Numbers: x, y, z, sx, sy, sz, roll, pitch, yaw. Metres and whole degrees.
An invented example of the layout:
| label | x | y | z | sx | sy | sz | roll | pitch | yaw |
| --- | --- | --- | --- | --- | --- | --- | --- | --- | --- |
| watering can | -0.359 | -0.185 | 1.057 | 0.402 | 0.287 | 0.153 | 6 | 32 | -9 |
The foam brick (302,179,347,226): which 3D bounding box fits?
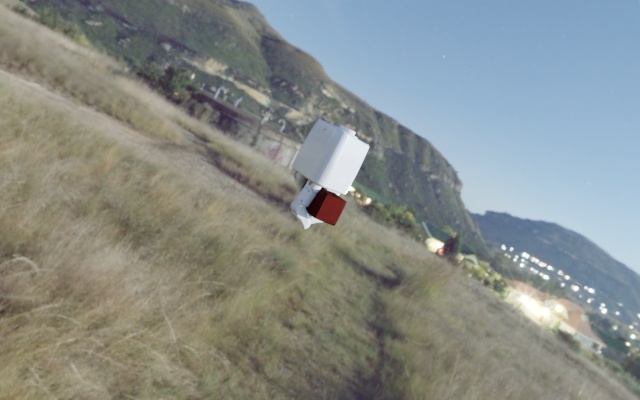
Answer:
| label | x | y | z | sx | sy | sz | roll | pitch | yaw |
| --- | --- | --- | --- | --- | --- | --- | --- | --- | --- |
| foam brick | 0.000 | 0.003 | 0.890 | 0.053 | 0.051 | 0.078 | 22 | 10 | -40 |
